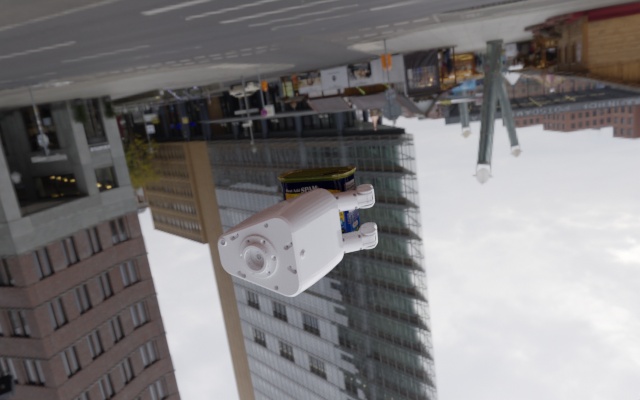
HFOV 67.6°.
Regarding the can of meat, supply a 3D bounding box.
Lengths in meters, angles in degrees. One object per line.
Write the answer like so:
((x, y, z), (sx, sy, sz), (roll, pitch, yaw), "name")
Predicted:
((0.000, 0.002, 0.639), (0.102, 0.084, 0.057), (-2, 14, 24), "can of meat")
